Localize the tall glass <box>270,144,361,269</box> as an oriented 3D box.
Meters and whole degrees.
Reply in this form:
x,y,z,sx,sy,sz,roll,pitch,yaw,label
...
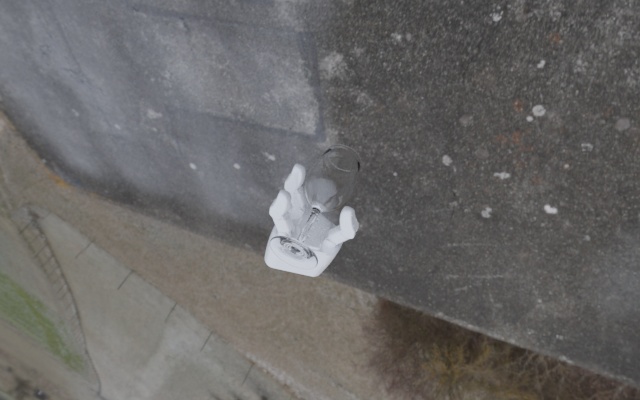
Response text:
x,y,z,sx,sy,sz,roll,pitch,yaw,label
0.000,0.003,0.727,0.079,0.201,0.079,18,-36,14,tall glass
